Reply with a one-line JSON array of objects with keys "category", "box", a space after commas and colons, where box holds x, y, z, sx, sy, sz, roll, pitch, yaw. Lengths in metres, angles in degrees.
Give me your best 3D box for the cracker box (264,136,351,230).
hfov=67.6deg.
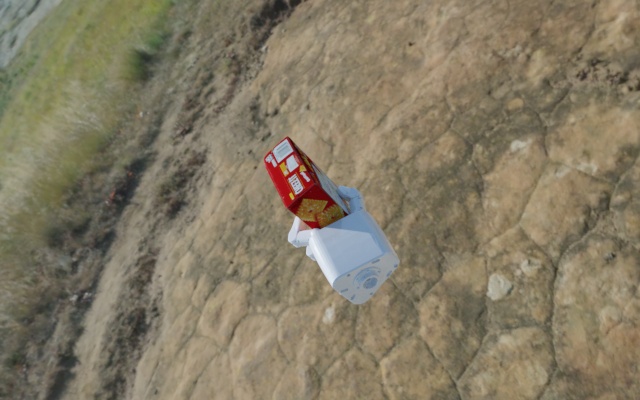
[{"category": "cracker box", "box": [0.000, 0.003, 0.879, 0.214, 0.072, 0.164, 44, 11, -41]}]
